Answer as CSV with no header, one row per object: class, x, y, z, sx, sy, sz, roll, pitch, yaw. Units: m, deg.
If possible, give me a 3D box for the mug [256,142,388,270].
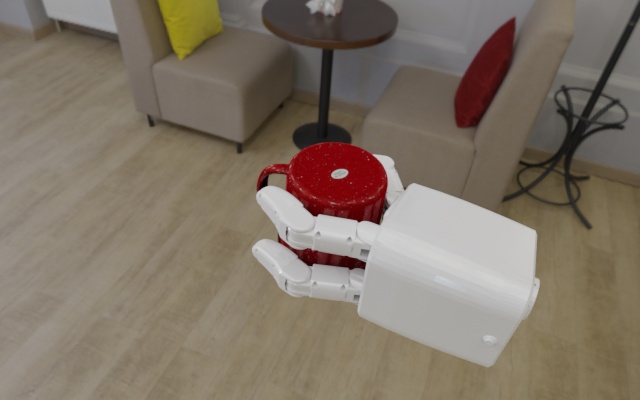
mug,-0.001,0.001,0.406,0.117,0.082,0.093,20,45,15
